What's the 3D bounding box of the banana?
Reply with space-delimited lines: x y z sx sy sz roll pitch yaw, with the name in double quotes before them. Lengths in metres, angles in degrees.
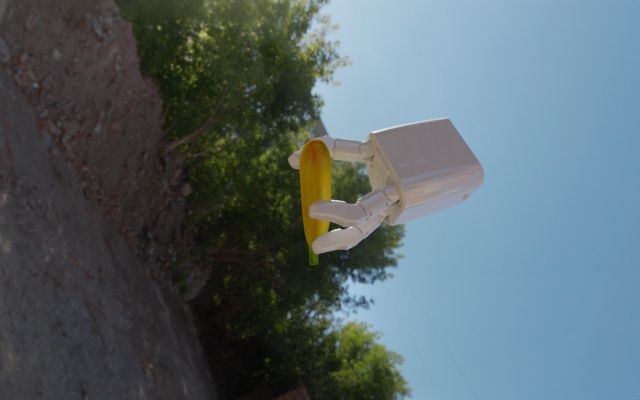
"banana" -0.003 -0.009 0.567 0.037 0.069 0.198 -9 -44 -7
